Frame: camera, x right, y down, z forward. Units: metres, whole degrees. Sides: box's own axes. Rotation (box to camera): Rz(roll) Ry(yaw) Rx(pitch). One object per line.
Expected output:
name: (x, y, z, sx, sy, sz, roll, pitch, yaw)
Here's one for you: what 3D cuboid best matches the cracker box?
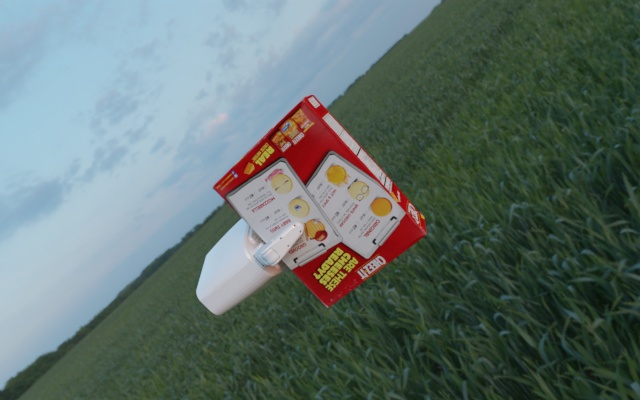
cracker box: (0.000, 0.002, 0.598, 0.164, 0.214, 0.072, -41, 8, 21)
